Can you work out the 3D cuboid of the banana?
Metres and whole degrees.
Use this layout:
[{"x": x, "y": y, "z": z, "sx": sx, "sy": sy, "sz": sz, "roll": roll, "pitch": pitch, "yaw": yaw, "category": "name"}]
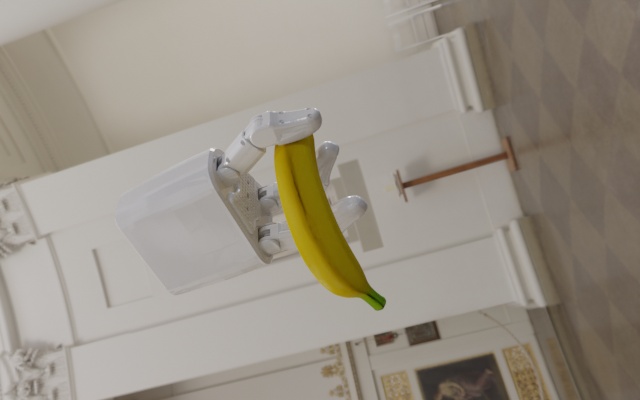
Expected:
[{"x": -0.007, "y": -0.001, "z": 0.394, "sx": 0.037, "sy": 0.197, "sz": 0.070, "roll": -29, "pitch": -26, "yaw": 17, "category": "banana"}]
